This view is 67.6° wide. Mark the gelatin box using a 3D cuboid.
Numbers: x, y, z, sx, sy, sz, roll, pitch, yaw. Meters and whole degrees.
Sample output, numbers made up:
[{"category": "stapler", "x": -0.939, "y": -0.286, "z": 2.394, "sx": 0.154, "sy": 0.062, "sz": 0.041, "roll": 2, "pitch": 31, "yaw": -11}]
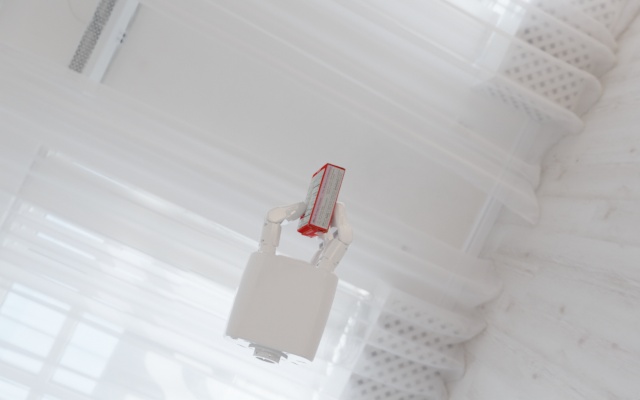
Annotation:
[{"category": "gelatin box", "x": 0.000, "y": 0.002, "z": 0.633, "sx": 0.030, "sy": 0.089, "sz": 0.073, "roll": 18, "pitch": -13, "yaw": -11}]
